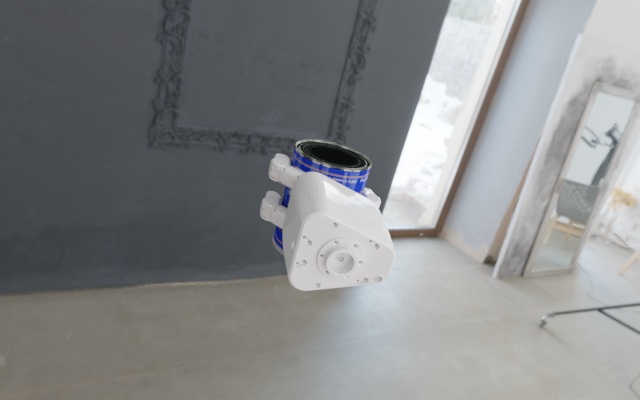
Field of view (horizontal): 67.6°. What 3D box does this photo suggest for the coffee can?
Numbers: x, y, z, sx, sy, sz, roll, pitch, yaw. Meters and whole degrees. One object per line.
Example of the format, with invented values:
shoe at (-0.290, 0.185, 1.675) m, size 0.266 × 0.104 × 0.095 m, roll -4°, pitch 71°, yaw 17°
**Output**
coffee can at (0.000, 0.002, 0.636) m, size 0.103 × 0.140 × 0.102 m, roll 13°, pitch 22°, yaw -5°
